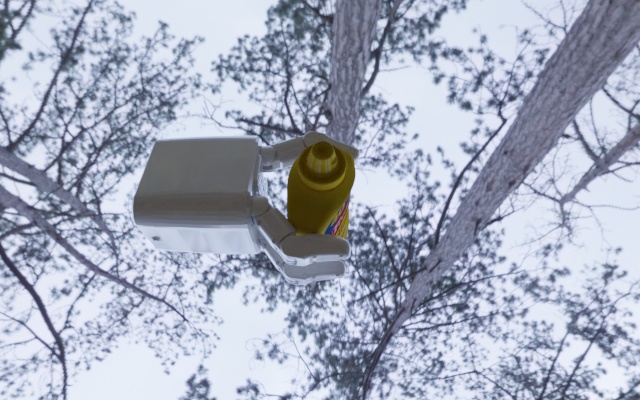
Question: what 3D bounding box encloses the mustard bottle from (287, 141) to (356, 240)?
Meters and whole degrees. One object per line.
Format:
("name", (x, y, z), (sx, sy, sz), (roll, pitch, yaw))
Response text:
("mustard bottle", (0.000, 0.002, 0.466), (0.058, 0.096, 0.192), (22, -25, 10))
